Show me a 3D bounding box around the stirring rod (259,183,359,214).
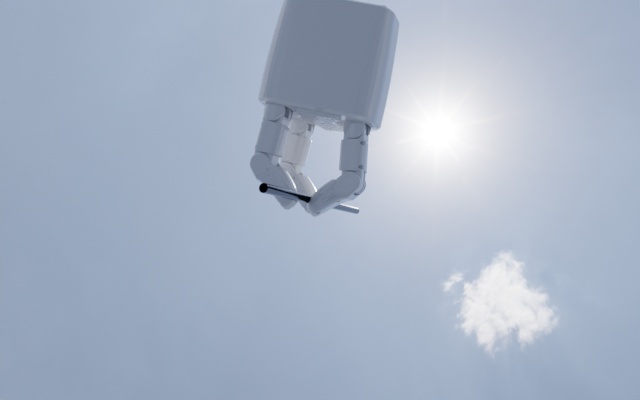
[{"bbox_3d":[0.000,0.002,0.481,0.011,0.011,0.239,0,-5,22],"label":"stirring rod"}]
